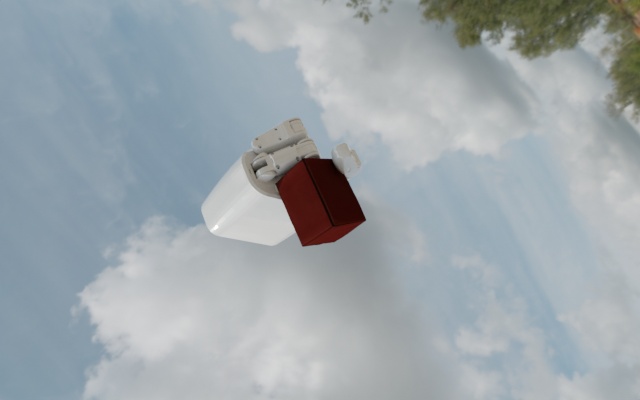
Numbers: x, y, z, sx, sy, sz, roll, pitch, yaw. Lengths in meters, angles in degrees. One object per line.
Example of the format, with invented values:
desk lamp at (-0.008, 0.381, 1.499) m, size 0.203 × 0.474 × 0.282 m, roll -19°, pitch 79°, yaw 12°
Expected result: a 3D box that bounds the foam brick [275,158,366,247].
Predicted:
foam brick at (0.000, 0.002, 0.493) m, size 0.053 × 0.078 × 0.051 m, roll -3°, pitch -28°, yaw -47°
